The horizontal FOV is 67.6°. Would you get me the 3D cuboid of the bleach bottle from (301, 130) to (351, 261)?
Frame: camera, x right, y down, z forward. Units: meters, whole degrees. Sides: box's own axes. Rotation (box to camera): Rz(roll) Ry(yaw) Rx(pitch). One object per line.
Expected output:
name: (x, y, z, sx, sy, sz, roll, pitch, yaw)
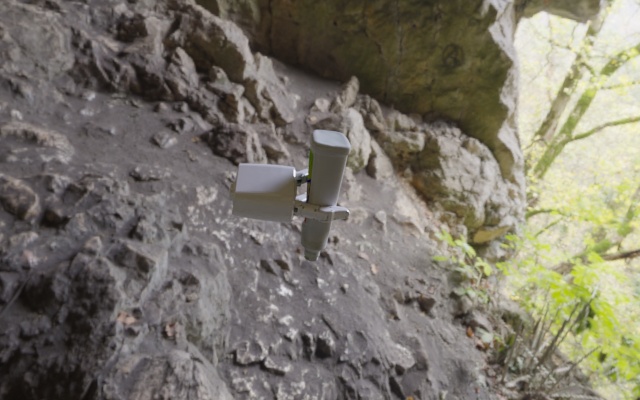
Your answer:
bleach bottle: (0.000, 0.003, 0.886, 0.068, 0.251, 0.102, 5, 23, -8)
